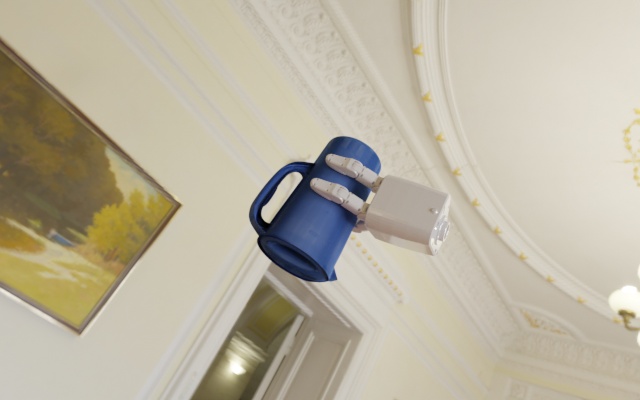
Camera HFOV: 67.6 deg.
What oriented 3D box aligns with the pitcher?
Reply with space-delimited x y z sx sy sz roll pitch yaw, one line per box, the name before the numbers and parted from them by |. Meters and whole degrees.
pitcher | 0.000 0.003 0.808 0.145 0.242 0.149 18 -29 25
